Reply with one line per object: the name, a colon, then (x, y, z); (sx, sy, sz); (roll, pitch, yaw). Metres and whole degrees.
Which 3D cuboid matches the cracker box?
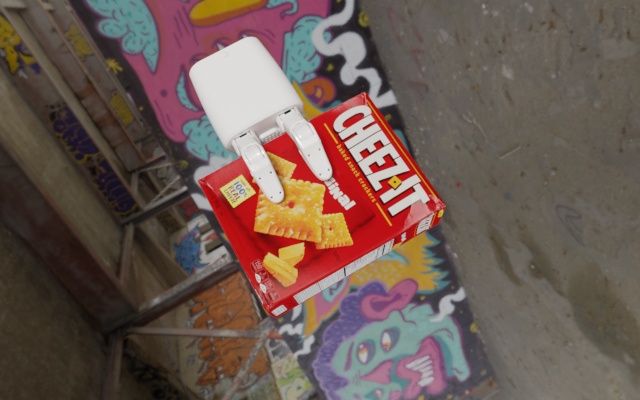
cracker box: (0.000, 0.002, 0.525); (0.213, 0.164, 0.072); (-29, -18, -6)
